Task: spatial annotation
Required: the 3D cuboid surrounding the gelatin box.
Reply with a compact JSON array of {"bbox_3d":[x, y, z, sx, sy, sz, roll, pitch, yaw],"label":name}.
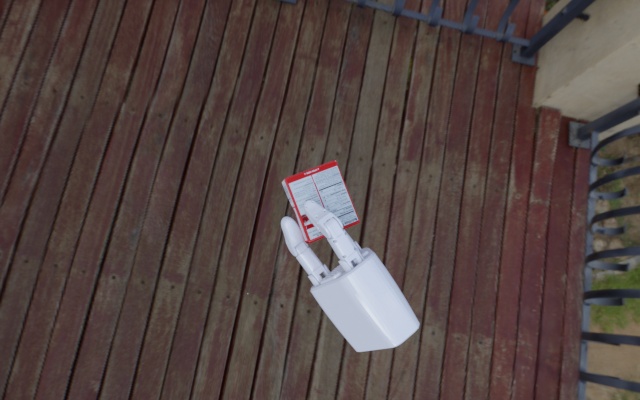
[{"bbox_3d":[0.000,0.002,0.615,0.073,0.089,0.030,-21,0,-14],"label":"gelatin box"}]
